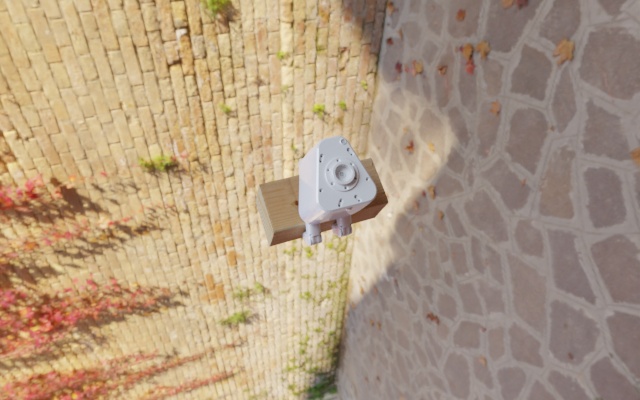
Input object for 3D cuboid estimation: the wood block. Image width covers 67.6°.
[{"bbox_3d":[0.000,0.002,0.841,0.206,0.090,0.090,-14,-17,-16],"label":"wood block"}]
